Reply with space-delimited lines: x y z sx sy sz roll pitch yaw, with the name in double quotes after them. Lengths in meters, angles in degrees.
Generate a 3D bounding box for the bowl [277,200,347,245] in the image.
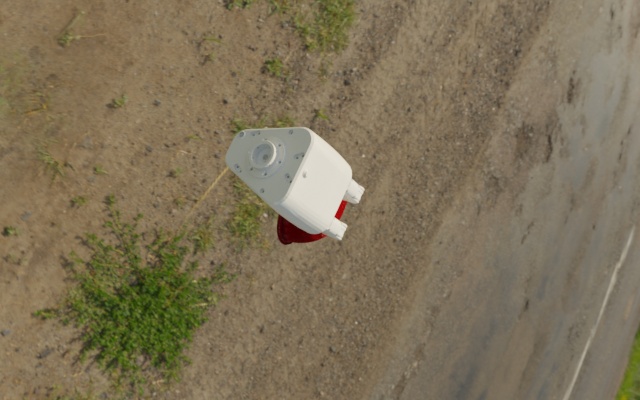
0.001 0.003 0.713 0.055 0.162 0.162 24 7 17 "bowl"
